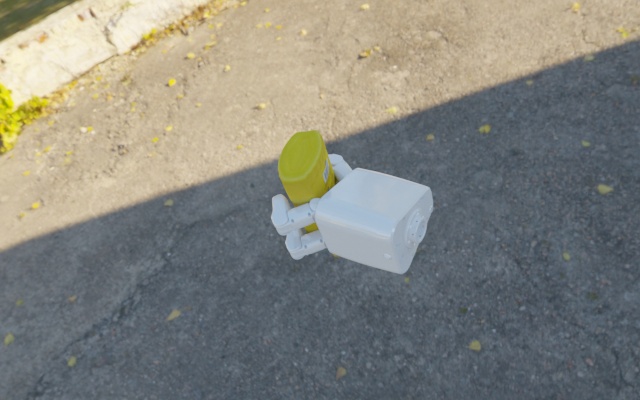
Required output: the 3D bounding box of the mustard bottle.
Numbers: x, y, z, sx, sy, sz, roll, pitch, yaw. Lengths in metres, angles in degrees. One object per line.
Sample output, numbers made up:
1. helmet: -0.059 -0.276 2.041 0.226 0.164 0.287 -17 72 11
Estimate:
1. mustard bottle: 0.000 0.002 0.666 0.058 0.096 0.192 -5 -43 17
